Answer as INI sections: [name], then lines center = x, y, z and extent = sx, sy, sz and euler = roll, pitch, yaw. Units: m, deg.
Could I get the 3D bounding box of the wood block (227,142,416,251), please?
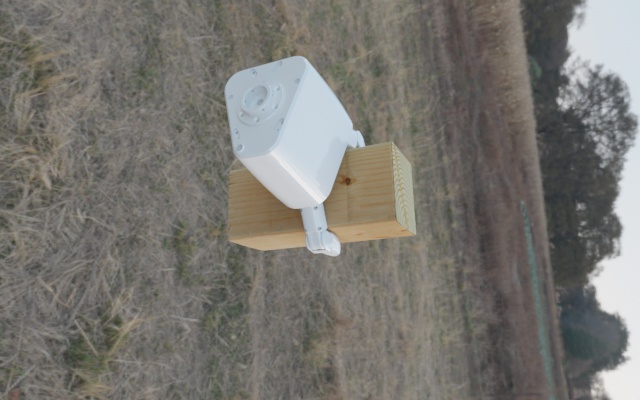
[wood block]
center = 0.000, 0.002, 0.573
extent = 0.206, 0.090, 0.090
euler = -8, -17, 23
